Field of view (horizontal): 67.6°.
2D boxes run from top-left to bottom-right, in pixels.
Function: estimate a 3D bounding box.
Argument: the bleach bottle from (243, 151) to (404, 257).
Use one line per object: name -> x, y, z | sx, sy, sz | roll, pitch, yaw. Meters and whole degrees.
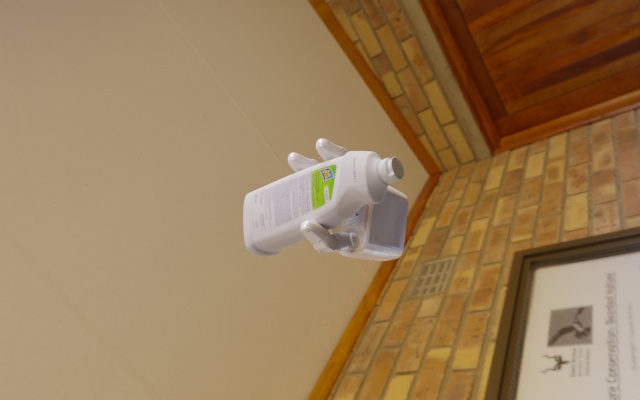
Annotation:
bleach bottle -> 0.000, 0.002, 0.651 | 0.251, 0.102, 0.068 | -20, -23, 37
